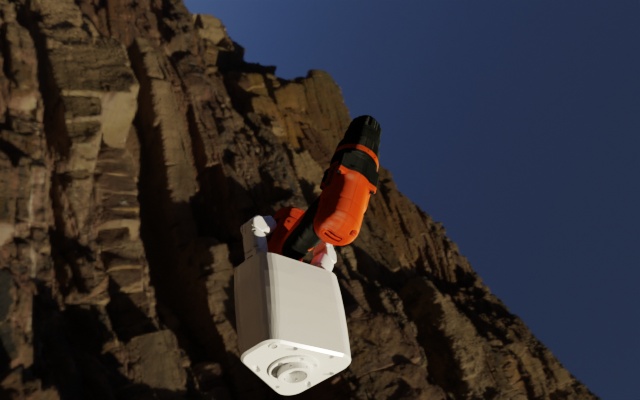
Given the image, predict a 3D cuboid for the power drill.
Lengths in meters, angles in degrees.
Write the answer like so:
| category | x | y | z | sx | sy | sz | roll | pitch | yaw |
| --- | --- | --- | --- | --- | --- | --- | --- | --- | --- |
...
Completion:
| category | x | y | z | sx | sy | sz | roll | pitch | yaw |
| --- | --- | --- | --- | --- | --- | --- | --- | --- | --- |
| power drill | 0.000 | 0.002 | 0.568 | 0.057 | 0.184 | 0.188 | 32 | -43 | -11 |
